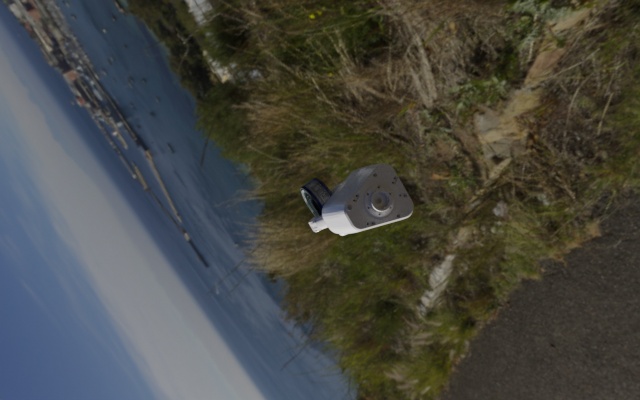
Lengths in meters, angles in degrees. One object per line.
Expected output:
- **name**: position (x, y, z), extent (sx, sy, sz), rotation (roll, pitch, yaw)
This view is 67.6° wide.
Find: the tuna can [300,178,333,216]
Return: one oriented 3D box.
- **tuna can**: position (0.000, 0.003, 0.872), extent (0.033, 0.086, 0.086), rotation (-35, 9, -13)
